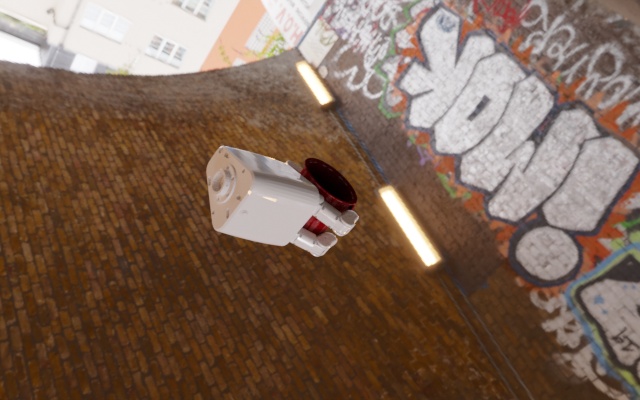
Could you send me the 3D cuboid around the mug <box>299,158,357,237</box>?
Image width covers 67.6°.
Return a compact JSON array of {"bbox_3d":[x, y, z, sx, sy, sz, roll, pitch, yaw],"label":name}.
[{"bbox_3d":[0.001,0.003,0.693,0.117,0.081,0.093,17,33,-43],"label":"mug"}]
